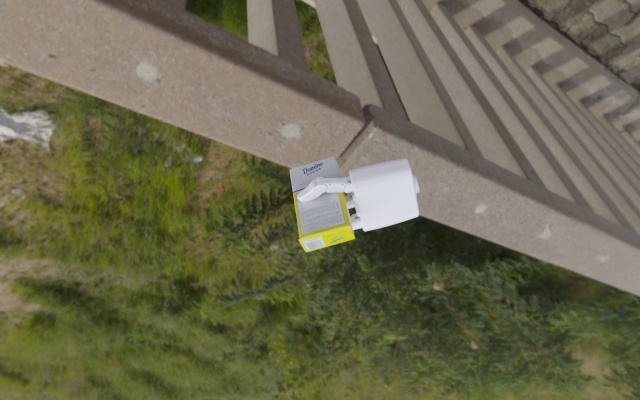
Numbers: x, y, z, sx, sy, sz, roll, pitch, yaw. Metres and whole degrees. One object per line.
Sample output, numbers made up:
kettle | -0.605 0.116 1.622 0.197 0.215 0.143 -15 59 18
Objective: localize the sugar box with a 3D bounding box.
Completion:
sugar box | 0.000 0.003 0.873 0.093 0.176 0.048 -15 -44 7
